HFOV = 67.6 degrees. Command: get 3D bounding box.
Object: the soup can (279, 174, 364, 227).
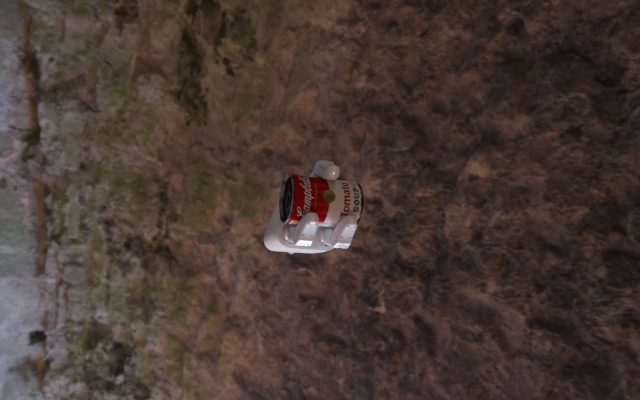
[{"bbox_3d":[0.001,0.002,0.660,0.102,0.068,0.068,6,-2,-19],"label":"soup can"}]
